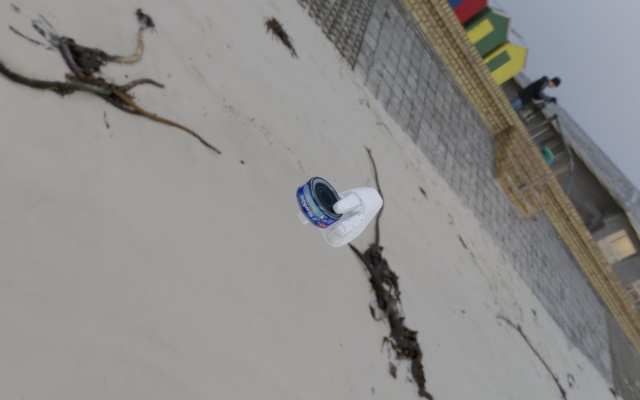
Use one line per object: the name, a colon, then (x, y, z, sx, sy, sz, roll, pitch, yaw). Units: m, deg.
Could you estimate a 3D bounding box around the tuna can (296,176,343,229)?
tuna can: (0.001, 0.002, 0.810, 0.034, 0.086, 0.086, -34, -17, 28)
